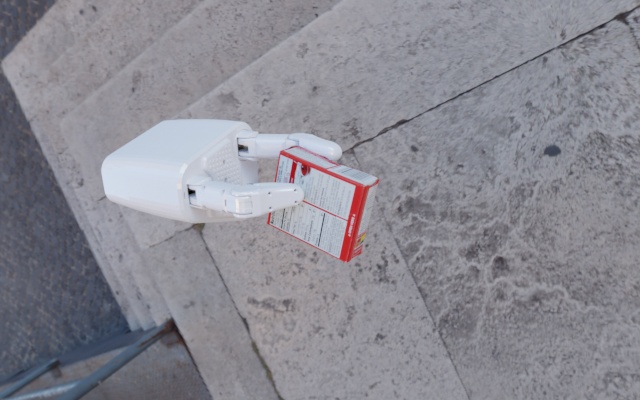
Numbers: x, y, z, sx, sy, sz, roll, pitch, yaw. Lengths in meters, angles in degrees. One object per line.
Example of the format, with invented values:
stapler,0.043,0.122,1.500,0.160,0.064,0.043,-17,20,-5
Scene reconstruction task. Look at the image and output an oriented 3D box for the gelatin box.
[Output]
gelatin box,0.000,0.002,0.413,0.089,0.073,0.030,24,27,26
